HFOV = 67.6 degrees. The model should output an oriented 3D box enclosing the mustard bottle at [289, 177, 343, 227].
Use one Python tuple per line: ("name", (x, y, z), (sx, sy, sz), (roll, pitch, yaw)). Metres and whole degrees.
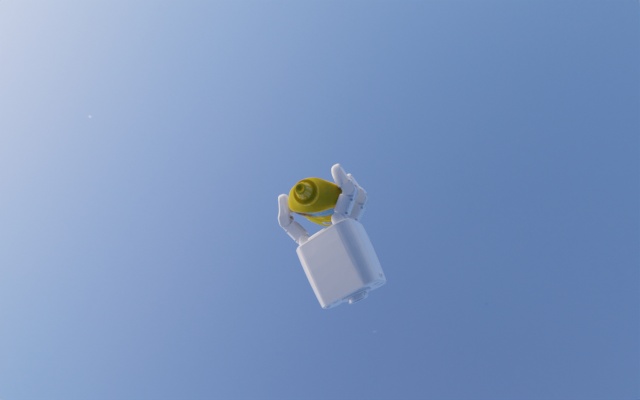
("mustard bottle", (0.000, 0.002, 0.799), (0.096, 0.058, 0.192), (-4, -13, 18))
